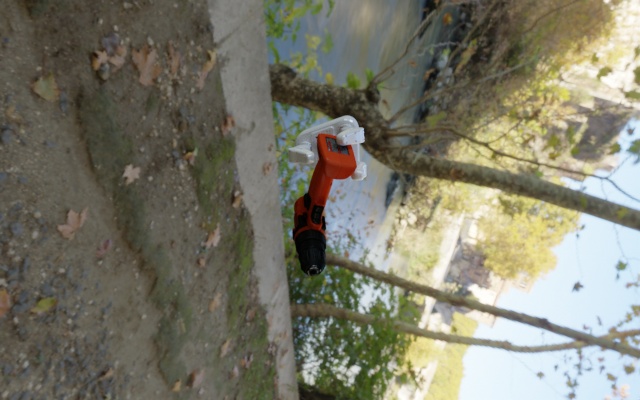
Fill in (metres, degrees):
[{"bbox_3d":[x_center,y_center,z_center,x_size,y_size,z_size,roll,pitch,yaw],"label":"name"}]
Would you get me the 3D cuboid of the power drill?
[{"bbox_3d":[0.000,0.002,0.762,0.057,0.188,0.184,11,33,-16],"label":"power drill"}]
